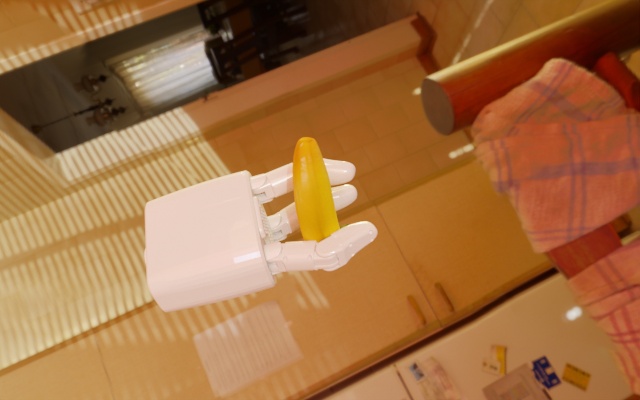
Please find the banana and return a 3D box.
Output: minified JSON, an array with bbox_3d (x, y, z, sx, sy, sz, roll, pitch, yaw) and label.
[{"bbox_3d":[0.002,0.020,0.457,0.037,0.069,0.198,-7,-27,8],"label":"banana"}]
